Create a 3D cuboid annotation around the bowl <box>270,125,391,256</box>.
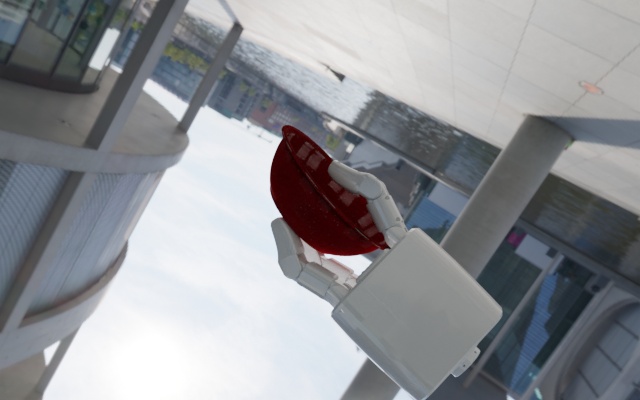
[{"bbox_3d":[-0.001,0.001,0.481,0.055,0.162,0.162,-40,-11,14],"label":"bowl"}]
